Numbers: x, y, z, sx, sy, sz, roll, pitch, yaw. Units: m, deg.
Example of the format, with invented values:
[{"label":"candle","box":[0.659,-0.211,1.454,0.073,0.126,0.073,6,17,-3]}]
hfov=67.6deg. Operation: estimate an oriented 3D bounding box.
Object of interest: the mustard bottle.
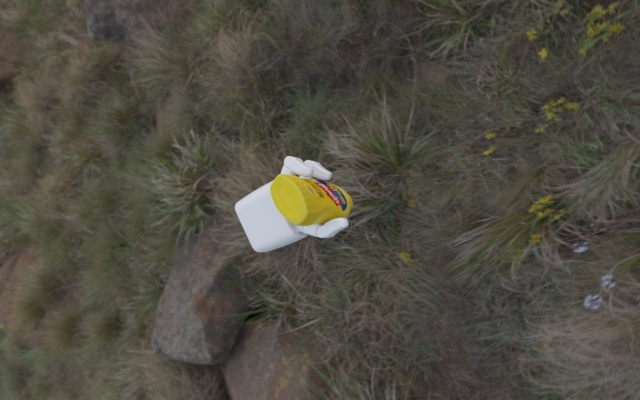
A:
[{"label":"mustard bottle","box":[0.000,0.003,0.860,0.191,0.058,0.096,5,40,-54]}]
